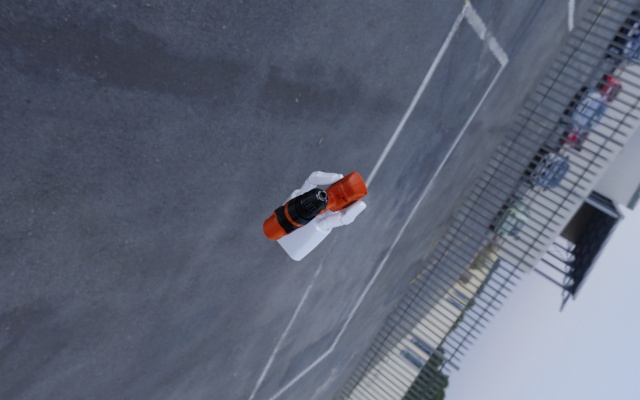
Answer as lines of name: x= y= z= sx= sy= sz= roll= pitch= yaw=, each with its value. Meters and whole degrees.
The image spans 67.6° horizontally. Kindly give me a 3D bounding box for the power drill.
power drill: x=0.000 y=0.003 z=0.890 sx=0.187 sy=0.057 sz=0.184 roll=-23 pitch=-5 yaw=-41
